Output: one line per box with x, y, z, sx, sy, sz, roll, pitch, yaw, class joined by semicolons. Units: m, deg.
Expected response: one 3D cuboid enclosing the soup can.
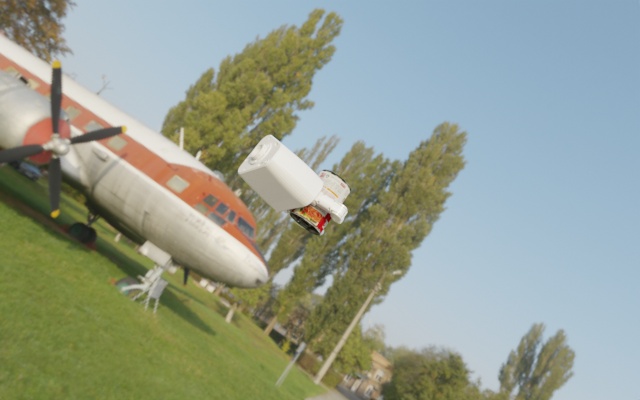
0.001;0.003;0.866;0.068;0.102;0.068;33;-15;10;soup can
